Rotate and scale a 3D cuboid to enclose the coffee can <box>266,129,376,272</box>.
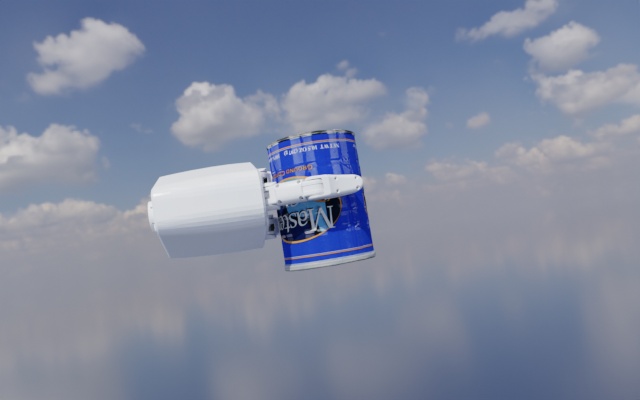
[{"bbox_3d":[0.000,0.002,0.538,0.103,0.140,0.103,-9,-5,-1],"label":"coffee can"}]
